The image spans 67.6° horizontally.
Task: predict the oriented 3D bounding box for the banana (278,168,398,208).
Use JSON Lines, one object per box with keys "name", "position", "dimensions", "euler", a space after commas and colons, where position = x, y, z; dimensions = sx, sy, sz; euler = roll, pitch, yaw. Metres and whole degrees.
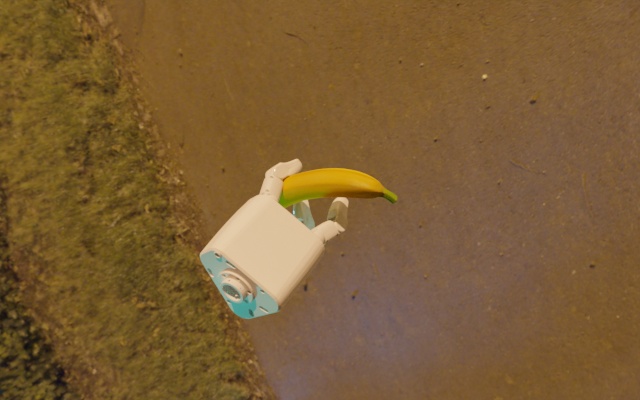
{"name": "banana", "position": [-0.003, -0.011, 0.628], "dimensions": [0.198, 0.070, 0.037], "euler": [-2, 44, 28]}
